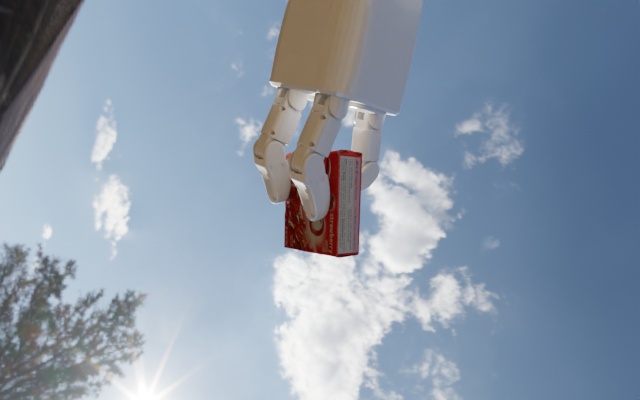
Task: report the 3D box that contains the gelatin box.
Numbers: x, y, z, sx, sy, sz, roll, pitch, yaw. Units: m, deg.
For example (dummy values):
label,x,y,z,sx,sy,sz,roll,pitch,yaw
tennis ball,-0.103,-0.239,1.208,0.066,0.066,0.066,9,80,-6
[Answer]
label,x,y,z,sx,sy,sz,roll,pitch,yaw
gelatin box,0.000,0.002,0.419,0.030,0.089,0.073,0,2,-40
